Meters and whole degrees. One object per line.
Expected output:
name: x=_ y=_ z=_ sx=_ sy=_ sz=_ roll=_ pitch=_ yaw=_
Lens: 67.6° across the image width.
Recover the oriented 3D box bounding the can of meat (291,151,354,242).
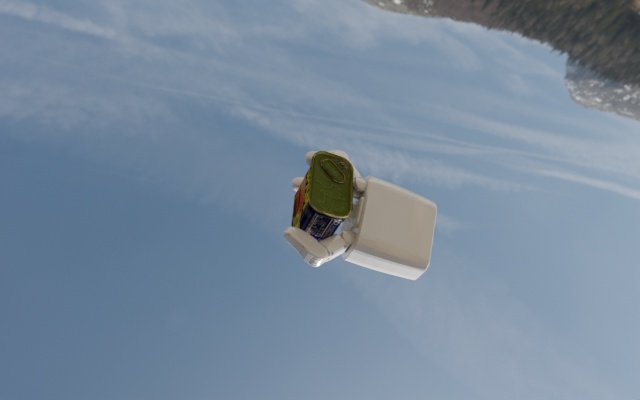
can of meat: x=0.000 y=0.002 z=0.619 sx=0.057 sy=0.102 sz=0.084 roll=16 pitch=-42 yaw=-13
